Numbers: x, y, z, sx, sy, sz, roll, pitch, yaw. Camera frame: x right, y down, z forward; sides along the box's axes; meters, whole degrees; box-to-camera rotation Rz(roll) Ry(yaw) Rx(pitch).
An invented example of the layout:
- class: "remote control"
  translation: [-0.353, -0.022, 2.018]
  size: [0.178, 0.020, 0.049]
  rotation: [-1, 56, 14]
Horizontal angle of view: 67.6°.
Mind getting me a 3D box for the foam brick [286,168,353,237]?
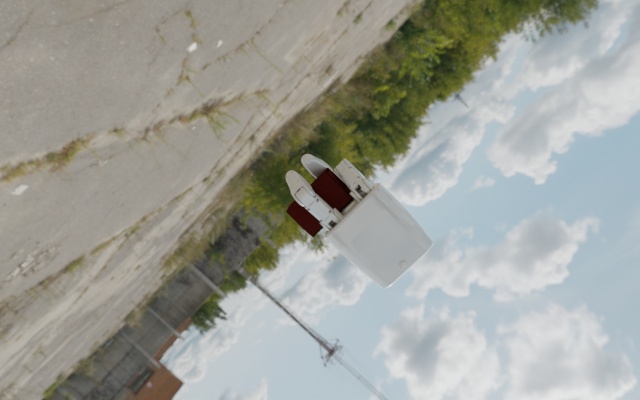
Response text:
- class: "foam brick"
  translation: [0.000, 0.002, 0.642]
  size: [0.078, 0.051, 0.053]
  rotation: [-45, 5, 10]
